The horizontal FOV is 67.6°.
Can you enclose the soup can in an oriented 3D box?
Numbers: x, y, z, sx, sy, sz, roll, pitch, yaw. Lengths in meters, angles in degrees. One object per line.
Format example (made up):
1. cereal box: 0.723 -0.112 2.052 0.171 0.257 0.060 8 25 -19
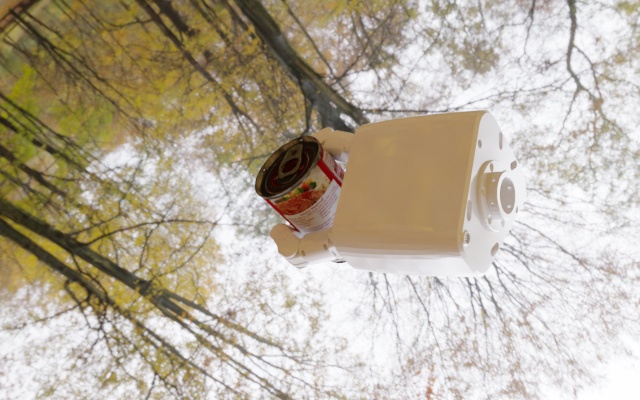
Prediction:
1. soup can: 0.000 0.002 0.426 0.068 0.068 0.102 0 -37 46
